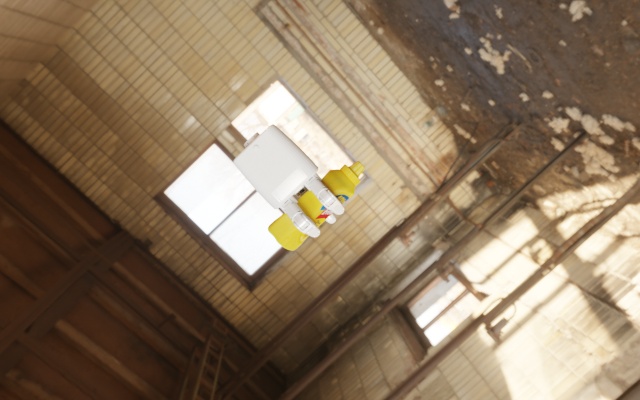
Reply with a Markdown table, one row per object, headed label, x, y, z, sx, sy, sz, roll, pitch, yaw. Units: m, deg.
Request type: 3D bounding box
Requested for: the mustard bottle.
| label | x | y | z | sx | sy | sz | roll | pitch | yaw |
| --- | --- | --- | --- | --- | --- | --- | --- | --- | --- |
| mustard bottle | 0.000 | 0.003 | 0.821 | 0.191 | 0.058 | 0.096 | -43 | -18 | 4 |
